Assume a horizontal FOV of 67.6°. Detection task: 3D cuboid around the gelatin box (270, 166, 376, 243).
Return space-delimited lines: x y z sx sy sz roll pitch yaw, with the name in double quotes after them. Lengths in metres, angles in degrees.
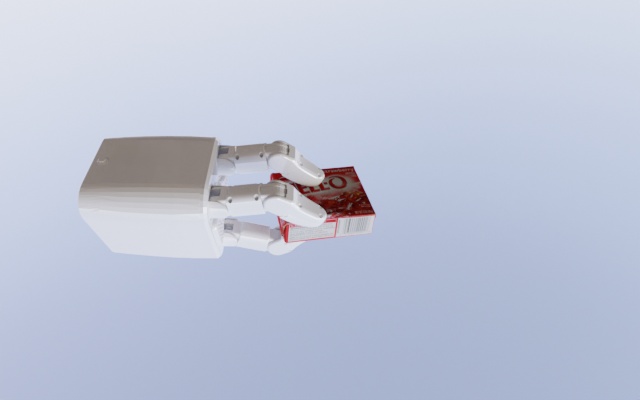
0.000 0.002 0.464 0.089 0.030 0.073 -5 44 -15 "gelatin box"
